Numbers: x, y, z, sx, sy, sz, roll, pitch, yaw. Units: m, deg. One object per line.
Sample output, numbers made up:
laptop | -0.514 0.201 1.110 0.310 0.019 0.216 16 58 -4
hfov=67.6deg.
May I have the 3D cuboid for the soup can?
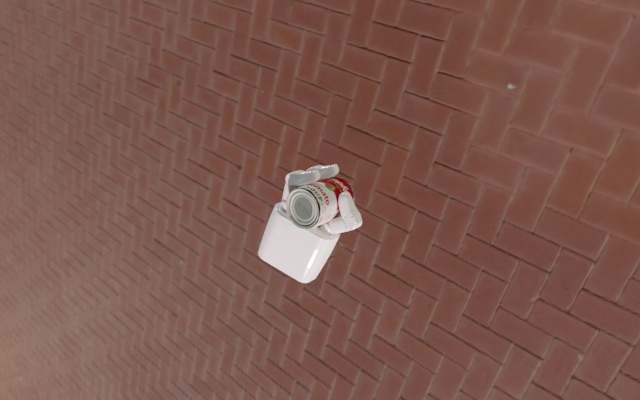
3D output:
soup can | 0.000 0.002 0.773 0.068 0.068 0.102 0 12 36
